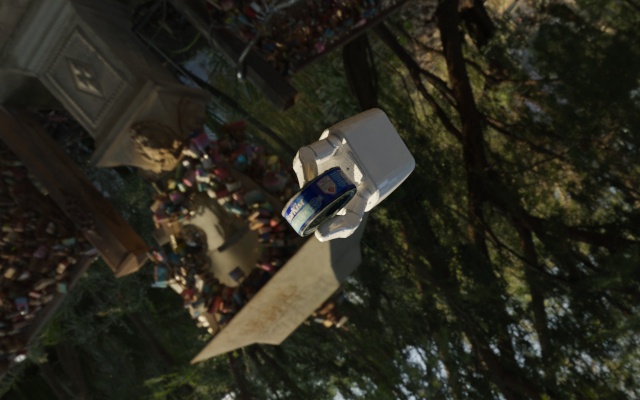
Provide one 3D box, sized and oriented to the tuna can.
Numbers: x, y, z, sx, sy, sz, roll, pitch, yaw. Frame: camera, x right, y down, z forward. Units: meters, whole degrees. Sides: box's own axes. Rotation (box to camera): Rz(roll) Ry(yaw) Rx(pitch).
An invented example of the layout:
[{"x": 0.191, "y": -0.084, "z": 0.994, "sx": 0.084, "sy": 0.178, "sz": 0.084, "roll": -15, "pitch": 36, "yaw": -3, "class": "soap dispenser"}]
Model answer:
[{"x": 0.000, "y": 0.002, "z": 0.542, "sx": 0.086, "sy": 0.033, "sz": 0.086, "roll": -38, "pitch": -11, "yaw": -9, "class": "tuna can"}]
